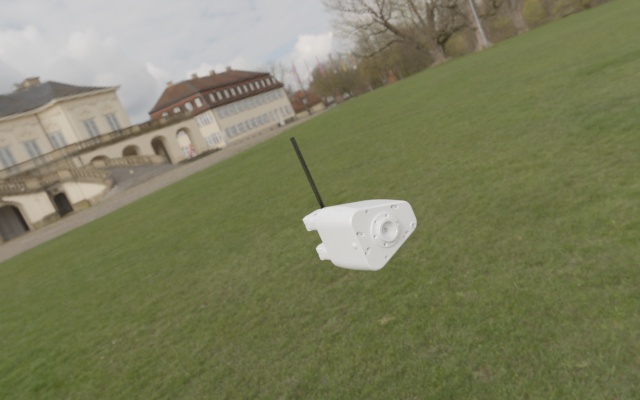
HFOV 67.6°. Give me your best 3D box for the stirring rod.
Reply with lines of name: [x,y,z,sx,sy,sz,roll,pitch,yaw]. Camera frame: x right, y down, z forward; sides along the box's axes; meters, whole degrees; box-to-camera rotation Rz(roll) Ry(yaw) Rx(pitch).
stirring rod: [0.000,0.003,0.822,0.011,0.239,0.011,-23,9,4]
